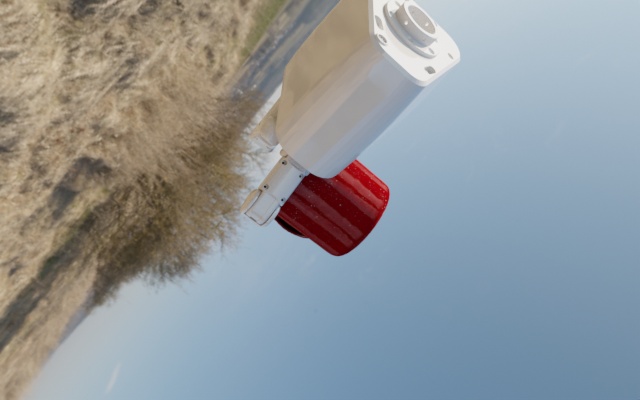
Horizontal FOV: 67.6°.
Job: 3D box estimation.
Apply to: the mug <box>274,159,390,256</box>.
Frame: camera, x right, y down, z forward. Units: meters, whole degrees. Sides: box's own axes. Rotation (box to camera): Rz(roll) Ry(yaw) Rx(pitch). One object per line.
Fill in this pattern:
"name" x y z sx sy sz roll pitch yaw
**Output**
"mug" -0.001 0.002 0.434 0.081 0.093 0.117 38 -46 -12
